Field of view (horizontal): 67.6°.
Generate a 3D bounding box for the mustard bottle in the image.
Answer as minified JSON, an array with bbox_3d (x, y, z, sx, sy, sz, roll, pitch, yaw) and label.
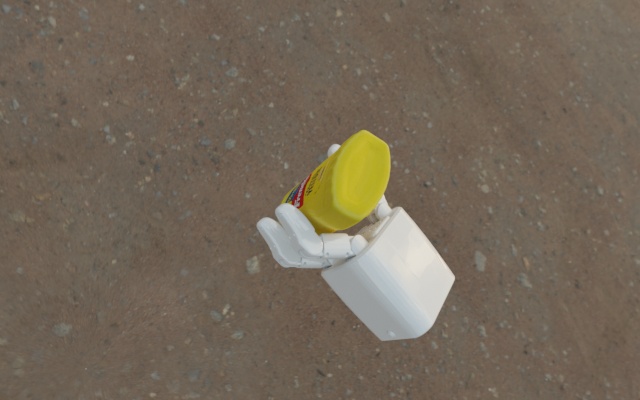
[{"bbox_3d":[0.000,0.001,0.525,0.058,0.096,0.192,29,-28,-15],"label":"mustard bottle"}]
